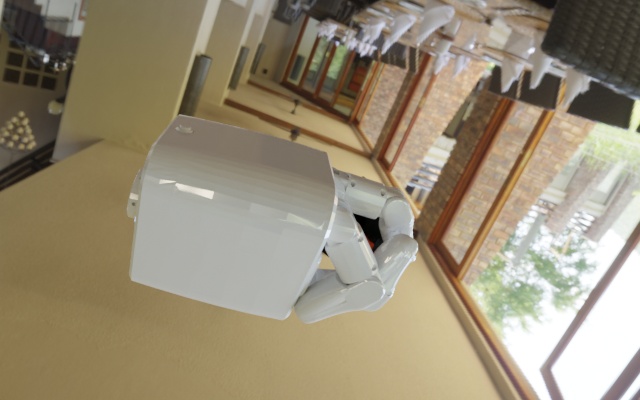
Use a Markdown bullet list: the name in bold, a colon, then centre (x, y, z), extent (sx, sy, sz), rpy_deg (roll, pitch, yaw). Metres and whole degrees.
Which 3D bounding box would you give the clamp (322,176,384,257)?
- **clamp**: centre (0.000, 0.002, 0.406), extent (0.120, 0.039, 0.171), rpy_deg (12, 19, -9)
